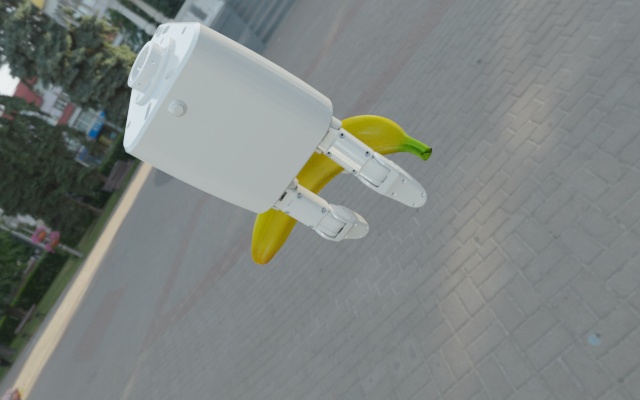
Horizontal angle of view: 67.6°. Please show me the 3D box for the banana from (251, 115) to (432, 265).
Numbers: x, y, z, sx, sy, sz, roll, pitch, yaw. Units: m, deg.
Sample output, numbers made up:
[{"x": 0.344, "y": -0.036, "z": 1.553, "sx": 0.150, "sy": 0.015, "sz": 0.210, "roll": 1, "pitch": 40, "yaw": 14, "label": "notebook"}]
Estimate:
[{"x": -0.003, "y": -0.016, "z": 0.414, "sx": 0.198, "sy": 0.069, "sz": 0.037, "roll": -35, "pitch": -32, "yaw": 30, "label": "banana"}]
